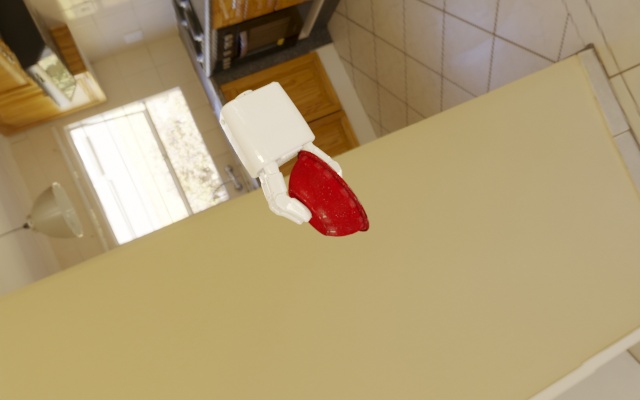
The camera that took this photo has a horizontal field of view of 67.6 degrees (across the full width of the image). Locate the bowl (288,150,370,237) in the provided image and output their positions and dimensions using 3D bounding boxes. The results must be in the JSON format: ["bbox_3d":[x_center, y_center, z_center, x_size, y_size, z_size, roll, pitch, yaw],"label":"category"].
[{"bbox_3d":[0.001,0.004,0.732,0.055,0.162,0.162,-41,12,-14],"label":"bowl"}]
